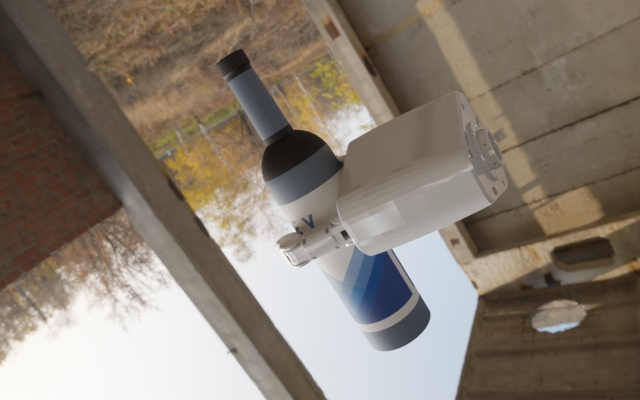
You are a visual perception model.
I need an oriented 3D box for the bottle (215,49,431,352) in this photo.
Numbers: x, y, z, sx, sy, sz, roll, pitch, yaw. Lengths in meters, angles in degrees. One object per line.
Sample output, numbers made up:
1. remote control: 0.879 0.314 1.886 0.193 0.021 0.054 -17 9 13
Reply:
1. bottle: 0.000 0.002 0.431 0.069 0.296 0.069 -31 12 7
